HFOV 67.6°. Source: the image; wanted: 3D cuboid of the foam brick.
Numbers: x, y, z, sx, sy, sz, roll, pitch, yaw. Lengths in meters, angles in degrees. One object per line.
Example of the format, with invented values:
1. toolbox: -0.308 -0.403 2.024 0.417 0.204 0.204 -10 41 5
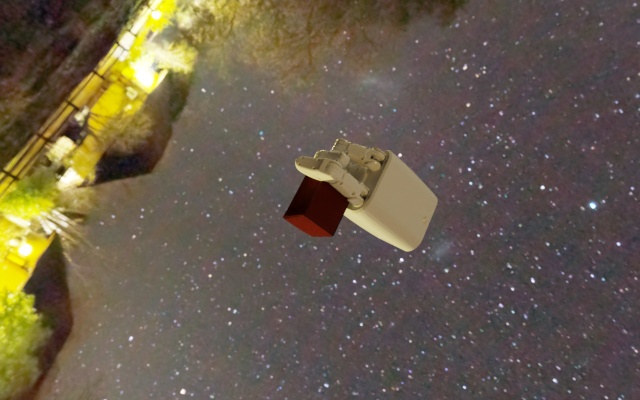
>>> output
1. foam brick: 0.000 0.002 0.608 0.051 0.078 0.053 38 -23 -26
